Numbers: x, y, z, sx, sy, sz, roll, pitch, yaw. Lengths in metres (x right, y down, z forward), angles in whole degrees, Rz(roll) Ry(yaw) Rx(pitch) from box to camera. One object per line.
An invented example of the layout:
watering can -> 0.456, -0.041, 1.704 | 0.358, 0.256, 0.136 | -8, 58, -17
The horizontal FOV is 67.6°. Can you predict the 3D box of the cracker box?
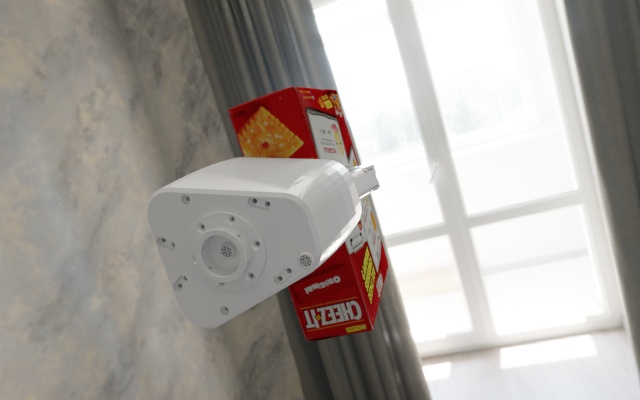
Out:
cracker box -> 0.000, 0.001, 0.471 | 0.072, 0.214, 0.164 | -15, 8, 16
